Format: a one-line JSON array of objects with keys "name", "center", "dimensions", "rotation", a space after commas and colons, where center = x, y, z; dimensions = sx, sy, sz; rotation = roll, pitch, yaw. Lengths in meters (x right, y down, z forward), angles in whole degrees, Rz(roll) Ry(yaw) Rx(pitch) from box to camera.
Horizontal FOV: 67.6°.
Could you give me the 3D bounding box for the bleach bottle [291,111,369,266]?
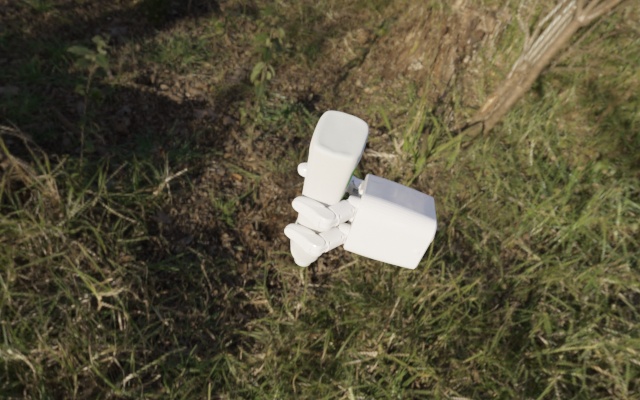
[{"name": "bleach bottle", "center": [0.000, 0.002, 0.689], "dimensions": [0.068, 0.251, 0.102], "rotation": [19, 44, 2]}]
